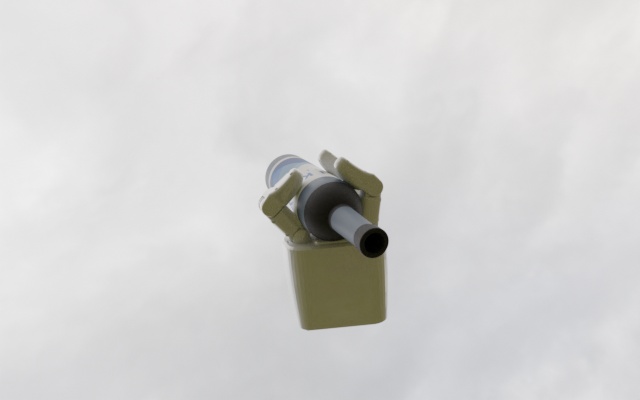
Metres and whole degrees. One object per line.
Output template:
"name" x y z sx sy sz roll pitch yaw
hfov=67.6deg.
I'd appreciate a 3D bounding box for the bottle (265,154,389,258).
"bottle" 0.000 0.002 0.540 0.069 0.069 0.295 0 14 -19
